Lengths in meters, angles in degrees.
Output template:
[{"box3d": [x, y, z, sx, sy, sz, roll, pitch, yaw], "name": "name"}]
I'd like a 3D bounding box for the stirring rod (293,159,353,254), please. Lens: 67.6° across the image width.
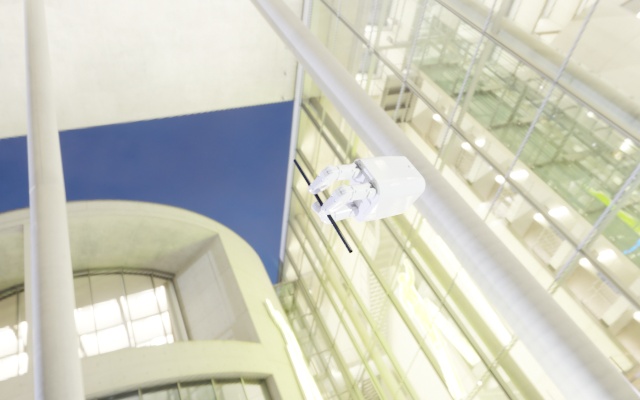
[{"box3d": [0.000, 0.003, 0.839, 0.011, 0.011, 0.239, 0, 41, -33], "name": "stirring rod"}]
